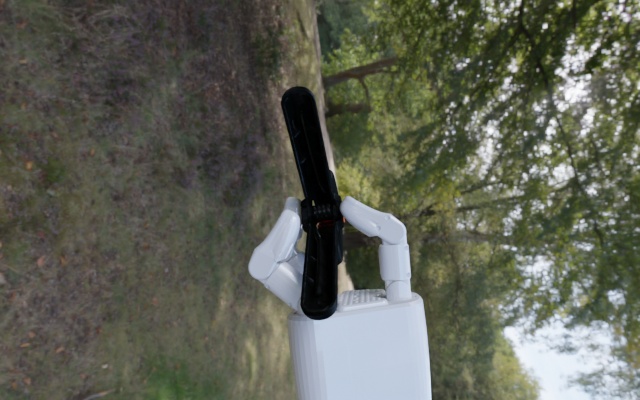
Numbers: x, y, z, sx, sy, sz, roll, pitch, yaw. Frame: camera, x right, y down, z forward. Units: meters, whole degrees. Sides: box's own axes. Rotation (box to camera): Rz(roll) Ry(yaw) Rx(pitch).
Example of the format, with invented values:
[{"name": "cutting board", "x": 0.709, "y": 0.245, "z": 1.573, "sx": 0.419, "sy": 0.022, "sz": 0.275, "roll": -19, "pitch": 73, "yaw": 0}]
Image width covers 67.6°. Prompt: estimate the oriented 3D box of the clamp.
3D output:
[{"name": "clamp", "x": 0.001, "y": 0.002, "z": 0.418, "sx": 0.036, "sy": 0.164, "sz": 0.210, "roll": -6, "pitch": -2, "yaw": 6}]
